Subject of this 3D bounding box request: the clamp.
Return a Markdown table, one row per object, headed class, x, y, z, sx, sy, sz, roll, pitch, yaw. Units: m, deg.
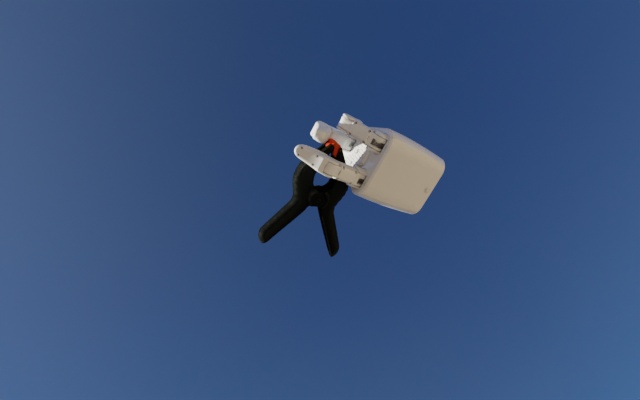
| class | x | y | z | sx | sy | sz | roll | pitch | yaw |
| --- | --- | --- | --- | --- | --- | --- | --- | --- | --- |
| clamp | 0.000 | 0.002 | 0.665 | 0.120 | 0.171 | 0.039 | 21 | 17 | -29 |
